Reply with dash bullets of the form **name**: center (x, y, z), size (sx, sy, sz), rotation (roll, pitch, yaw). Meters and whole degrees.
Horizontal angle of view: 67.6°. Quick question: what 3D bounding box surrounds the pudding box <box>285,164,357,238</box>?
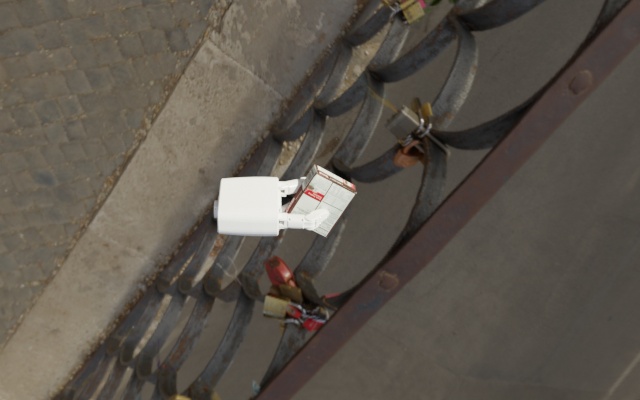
- **pudding box**: center (0.000, 0.003, 0.888), size (0.090, 0.113, 0.039), rotation (27, 23, -18)
